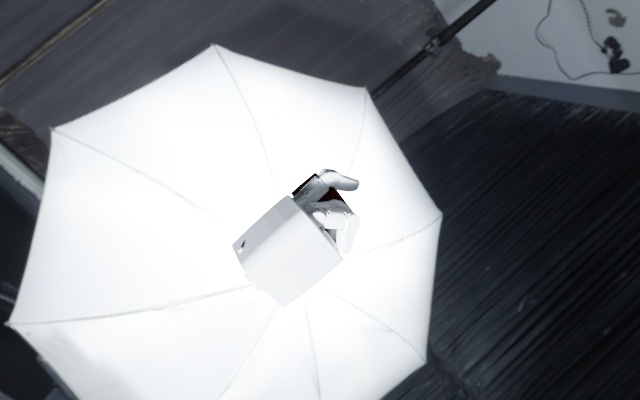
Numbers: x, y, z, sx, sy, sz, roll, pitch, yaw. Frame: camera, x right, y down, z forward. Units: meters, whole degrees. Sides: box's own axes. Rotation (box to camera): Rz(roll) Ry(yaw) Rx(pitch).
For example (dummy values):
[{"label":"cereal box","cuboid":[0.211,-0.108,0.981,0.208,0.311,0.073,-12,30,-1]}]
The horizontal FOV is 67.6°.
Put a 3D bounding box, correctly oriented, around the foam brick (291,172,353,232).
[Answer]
[{"label":"foam brick","cuboid":[0.000,0.002,0.696,0.051,0.053,0.078,-41,28,-4]}]
